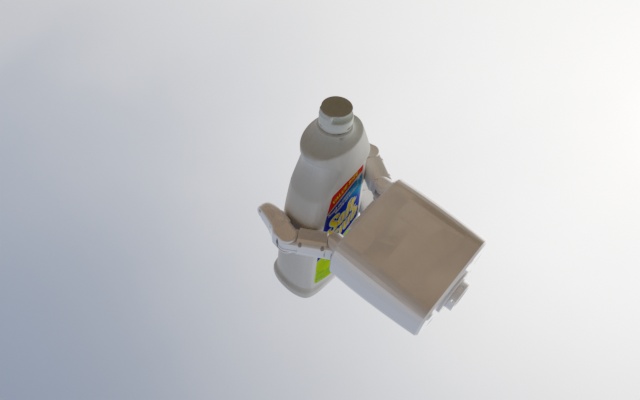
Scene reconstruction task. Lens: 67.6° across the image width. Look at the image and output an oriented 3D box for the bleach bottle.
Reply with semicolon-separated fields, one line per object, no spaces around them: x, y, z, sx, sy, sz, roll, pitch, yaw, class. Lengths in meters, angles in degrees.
0.000;0.002;0.502;0.068;0.251;0.102;38;59;23;bleach bottle
